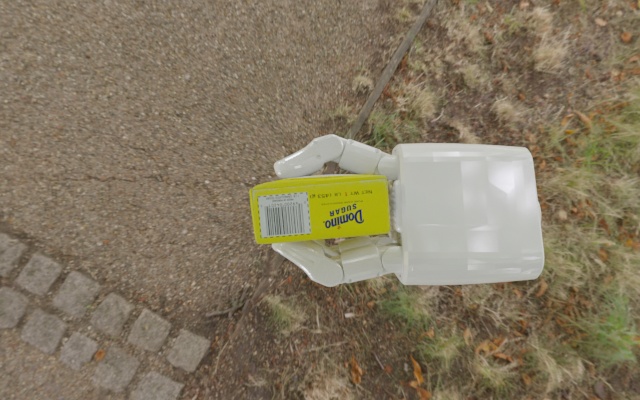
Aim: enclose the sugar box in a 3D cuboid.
[{"bbox_3d":[0.000,0.002,0.402,0.093,0.048,0.176,-4,1,1],"label":"sugar box"}]
